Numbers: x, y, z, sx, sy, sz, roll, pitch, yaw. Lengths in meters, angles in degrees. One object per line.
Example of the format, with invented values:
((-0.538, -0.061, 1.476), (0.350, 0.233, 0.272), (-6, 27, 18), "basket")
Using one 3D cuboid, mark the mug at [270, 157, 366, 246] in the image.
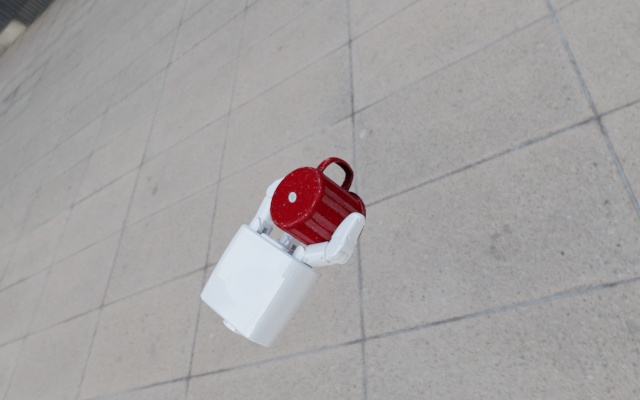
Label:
((0.001, 0.001, 0.572), (0.081, 0.117, 0.093), (36, -8, -41), "mug")
